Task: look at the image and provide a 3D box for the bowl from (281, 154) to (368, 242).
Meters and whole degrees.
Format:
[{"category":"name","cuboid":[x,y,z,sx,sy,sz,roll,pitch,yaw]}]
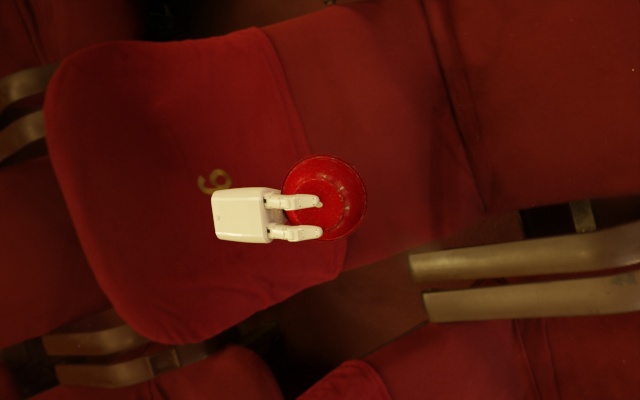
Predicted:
[{"category":"bowl","cuboid":[0.001,0.002,0.830,0.162,0.162,0.055,0,13,13]}]
